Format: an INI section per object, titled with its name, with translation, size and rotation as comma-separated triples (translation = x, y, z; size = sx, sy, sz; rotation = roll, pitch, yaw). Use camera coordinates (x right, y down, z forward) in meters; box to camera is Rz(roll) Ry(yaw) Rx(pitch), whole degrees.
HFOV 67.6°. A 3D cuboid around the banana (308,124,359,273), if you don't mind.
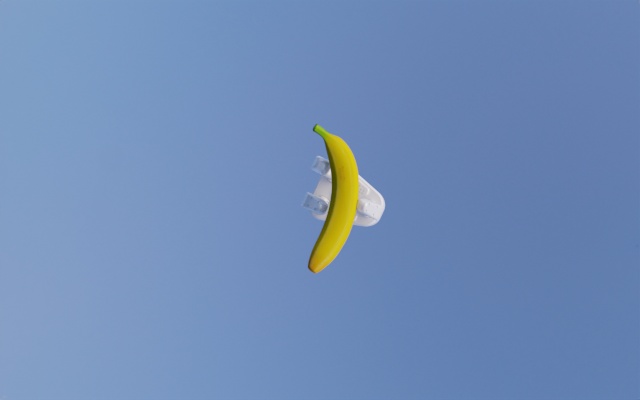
[banana]
translation = 0.018, -0.001, 0.647
size = 0.069, 0.198, 0.037
rotation = 2, -2, -12
